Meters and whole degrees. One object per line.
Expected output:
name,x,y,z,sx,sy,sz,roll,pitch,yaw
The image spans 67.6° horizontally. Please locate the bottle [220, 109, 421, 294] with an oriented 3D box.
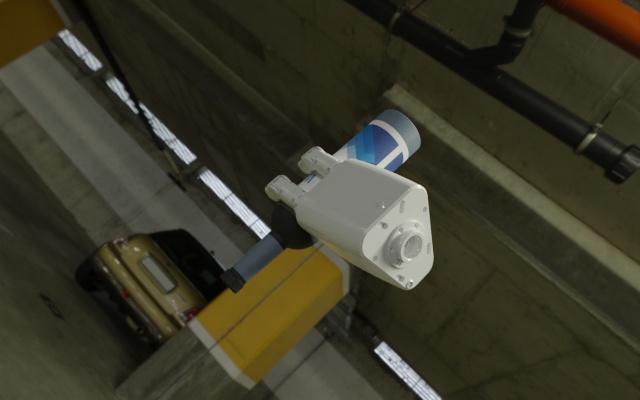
bottle,0.000,0.002,0.580,0.295,0.069,0.069,-42,15,-17
